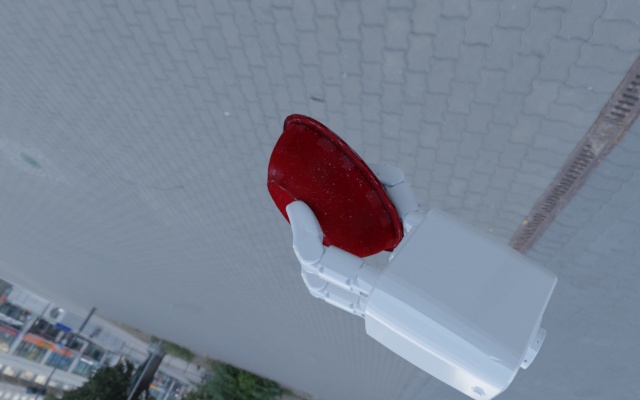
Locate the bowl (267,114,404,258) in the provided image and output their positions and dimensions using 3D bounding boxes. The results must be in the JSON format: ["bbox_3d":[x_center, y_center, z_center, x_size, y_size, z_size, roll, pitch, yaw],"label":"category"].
[{"bbox_3d":[-0.001,0.001,0.444,0.055,0.162,0.162,-40,12,-15],"label":"bowl"}]
